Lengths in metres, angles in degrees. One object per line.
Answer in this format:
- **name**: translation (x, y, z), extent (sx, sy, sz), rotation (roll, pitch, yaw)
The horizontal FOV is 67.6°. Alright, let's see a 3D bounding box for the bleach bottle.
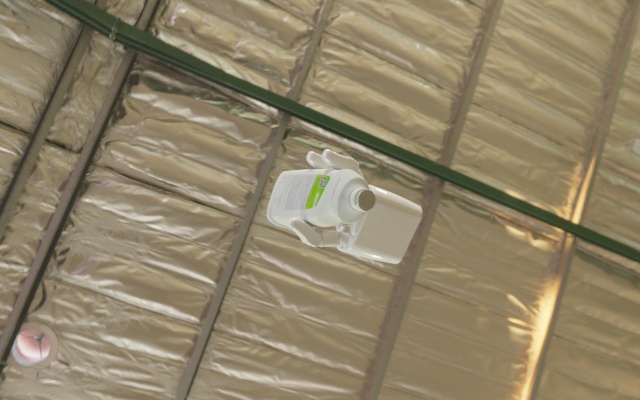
- **bleach bottle**: translation (0.000, 0.002, 0.733), extent (0.068, 0.102, 0.251), rotation (19, -6, -27)
